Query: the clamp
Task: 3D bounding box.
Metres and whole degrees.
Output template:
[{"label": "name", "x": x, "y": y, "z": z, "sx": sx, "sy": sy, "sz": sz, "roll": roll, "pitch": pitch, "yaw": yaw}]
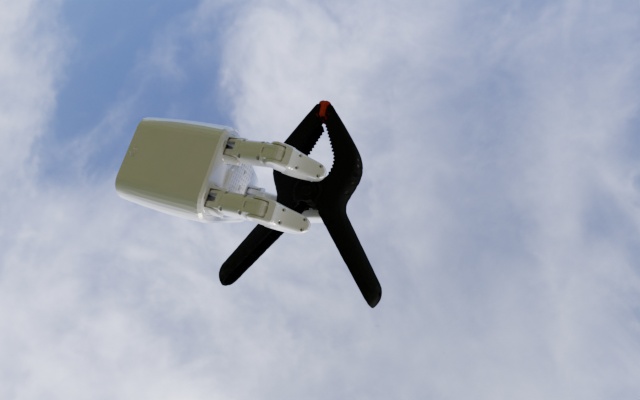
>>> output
[{"label": "clamp", "x": 0.000, "y": 0.001, "z": 0.478, "sx": 0.164, "sy": 0.210, "sz": 0.036, "roll": 12, "pitch": -14, "yaw": 19}]
